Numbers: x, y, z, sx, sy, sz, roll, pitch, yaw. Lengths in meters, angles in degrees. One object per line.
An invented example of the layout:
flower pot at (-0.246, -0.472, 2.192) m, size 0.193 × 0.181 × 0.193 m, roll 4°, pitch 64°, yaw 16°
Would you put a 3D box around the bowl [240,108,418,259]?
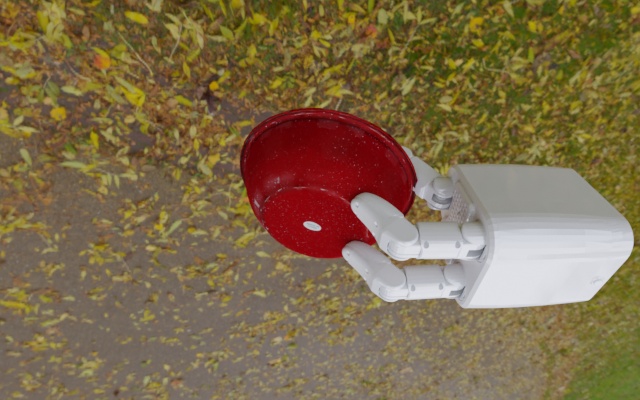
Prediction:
bowl at (-0.001, 0.002, 0.413) m, size 0.162 × 0.055 × 0.162 m, roll 9°, pitch -42°, yaw 8°
